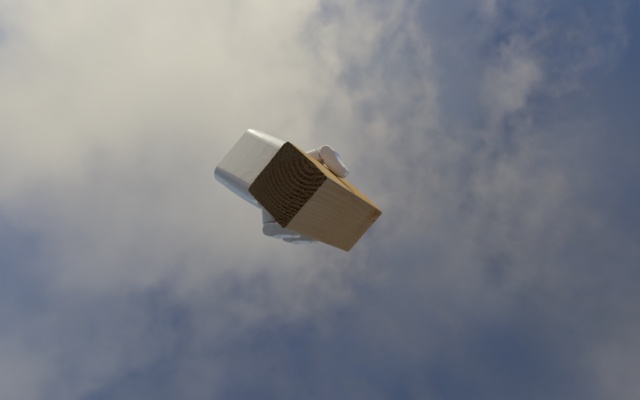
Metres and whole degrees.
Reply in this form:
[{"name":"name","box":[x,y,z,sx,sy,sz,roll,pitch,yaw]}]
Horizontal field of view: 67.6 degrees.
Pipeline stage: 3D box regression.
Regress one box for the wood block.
[{"name":"wood block","box":[0.000,0.002,0.717,0.090,0.091,0.206,44,8,30]}]
